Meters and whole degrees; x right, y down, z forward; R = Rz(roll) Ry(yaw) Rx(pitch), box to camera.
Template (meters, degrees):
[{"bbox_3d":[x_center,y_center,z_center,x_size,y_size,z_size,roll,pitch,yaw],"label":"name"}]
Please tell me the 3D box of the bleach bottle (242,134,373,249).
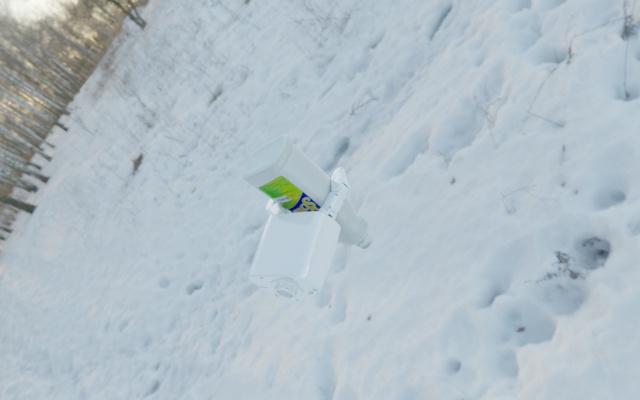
[{"bbox_3d":[0.000,0.002,0.770,0.251,0.068,0.102,38,-37,-28],"label":"bleach bottle"}]
